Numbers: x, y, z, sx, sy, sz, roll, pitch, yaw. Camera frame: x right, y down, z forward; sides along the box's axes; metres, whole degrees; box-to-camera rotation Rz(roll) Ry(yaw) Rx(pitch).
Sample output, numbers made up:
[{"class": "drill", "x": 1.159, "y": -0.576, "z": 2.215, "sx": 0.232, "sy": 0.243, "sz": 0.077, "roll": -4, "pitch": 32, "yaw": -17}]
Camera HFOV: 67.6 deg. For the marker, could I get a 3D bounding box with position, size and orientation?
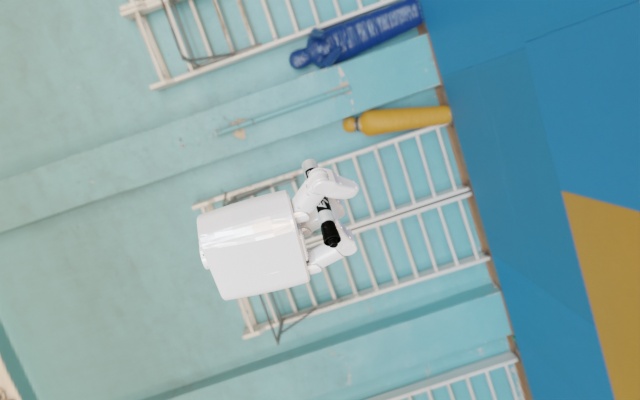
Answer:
[{"class": "marker", "x": 0.000, "y": 0.002, "z": 0.530, "sx": 0.020, "sy": 0.121, "sz": 0.020, "roll": -10, "pitch": -39, "yaw": -8}]
